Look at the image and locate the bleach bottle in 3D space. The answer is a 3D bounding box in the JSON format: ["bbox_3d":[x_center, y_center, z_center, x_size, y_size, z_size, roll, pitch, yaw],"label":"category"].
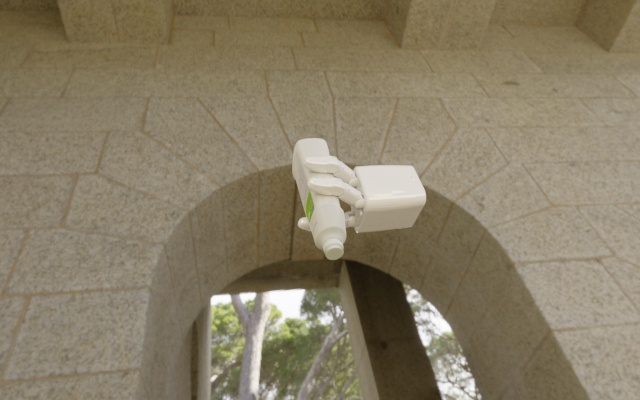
[{"bbox_3d":[0.000,0.003,0.819,0.068,0.103,0.250,-4,43,-10],"label":"bleach bottle"}]
